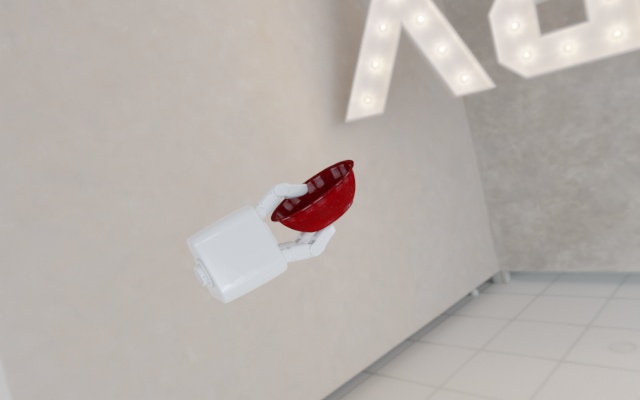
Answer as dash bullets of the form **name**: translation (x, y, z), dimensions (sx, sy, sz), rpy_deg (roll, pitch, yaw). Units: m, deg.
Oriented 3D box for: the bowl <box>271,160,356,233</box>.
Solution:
- **bowl**: translation (0.001, 0.002, 0.769), dimensions (0.162, 0.055, 0.162), rpy_deg (-34, 14, 10)
